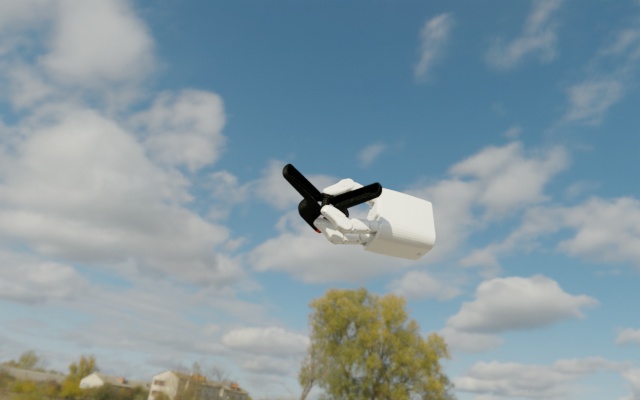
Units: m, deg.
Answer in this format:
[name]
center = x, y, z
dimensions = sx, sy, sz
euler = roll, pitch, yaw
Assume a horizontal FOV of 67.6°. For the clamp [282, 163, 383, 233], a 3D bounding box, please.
[clamp]
center = 0.000, 0.002, 0.848
dimensions = 0.164, 0.036, 0.210
euler = 16, -27, -7
